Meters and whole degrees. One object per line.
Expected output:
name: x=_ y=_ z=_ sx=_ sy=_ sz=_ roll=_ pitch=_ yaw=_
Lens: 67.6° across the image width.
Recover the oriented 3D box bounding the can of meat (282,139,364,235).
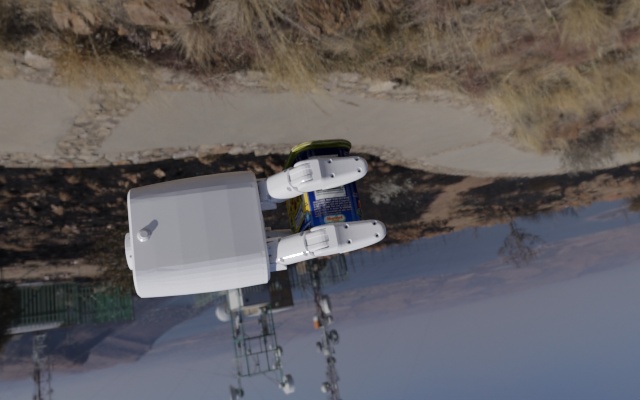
can of meat: x=0.000 y=0.002 z=0.451 sx=0.057 sy=0.084 sz=0.102 roll=-6 pitch=-16 yaw=-16
